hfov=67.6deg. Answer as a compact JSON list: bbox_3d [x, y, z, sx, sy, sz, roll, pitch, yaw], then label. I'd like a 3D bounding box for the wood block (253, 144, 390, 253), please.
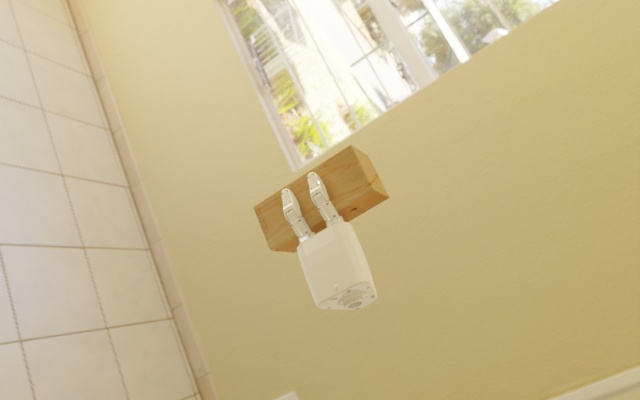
[{"bbox_3d":[0.001,0.003,0.827,0.206,0.090,0.091,-31,-20,18],"label":"wood block"}]
